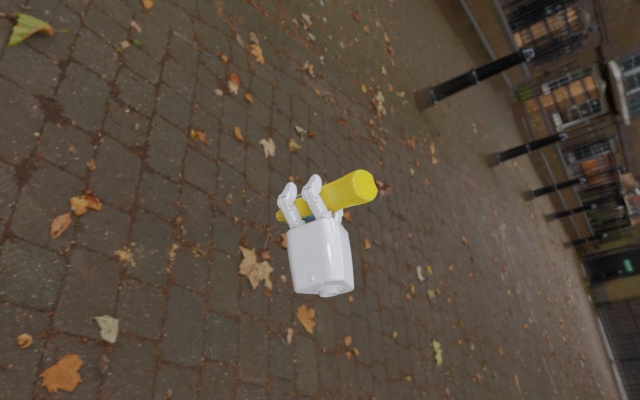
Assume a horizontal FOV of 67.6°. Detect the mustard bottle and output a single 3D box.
[{"bbox_3d":[0.000,0.002,0.857,0.191,0.058,0.096,-21,-1,28],"label":"mustard bottle"}]
